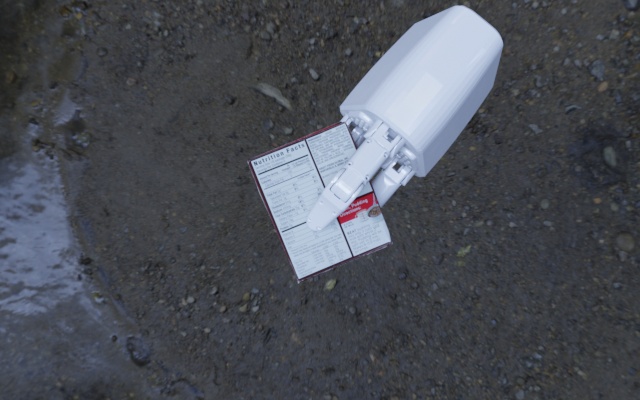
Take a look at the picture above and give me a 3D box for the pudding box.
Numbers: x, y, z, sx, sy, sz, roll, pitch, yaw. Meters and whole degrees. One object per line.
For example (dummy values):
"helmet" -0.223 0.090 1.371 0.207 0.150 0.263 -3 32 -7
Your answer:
"pudding box" 0.000 0.001 0.406 0.090 0.113 0.039 -22 -2 -2
